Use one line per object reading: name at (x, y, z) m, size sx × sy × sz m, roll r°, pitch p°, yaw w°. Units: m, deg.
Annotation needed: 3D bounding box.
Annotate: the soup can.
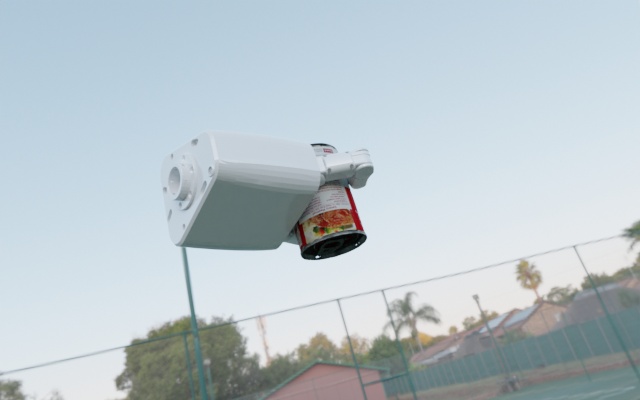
soup can at (0.000, 0.001, 0.488) m, size 0.068 × 0.102 × 0.068 m, roll -14°, pitch -23°, yaw -6°
